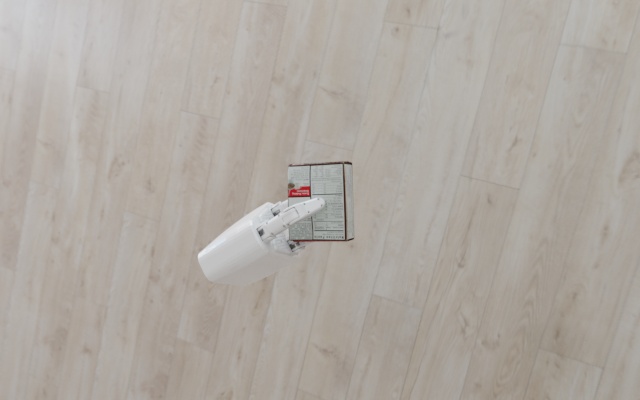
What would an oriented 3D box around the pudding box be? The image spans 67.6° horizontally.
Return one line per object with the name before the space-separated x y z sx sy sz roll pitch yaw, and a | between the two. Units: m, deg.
pudding box | 0.000 0.002 0.681 0.090 0.113 0.039 -1 3 21
